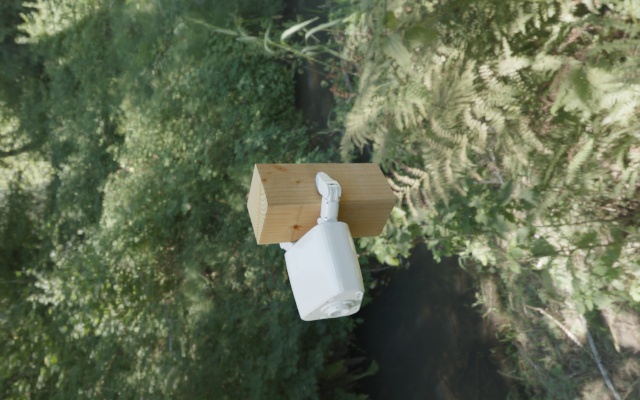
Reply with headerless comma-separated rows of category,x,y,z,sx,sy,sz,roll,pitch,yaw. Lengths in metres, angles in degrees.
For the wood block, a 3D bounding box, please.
wood block,0.000,0.003,0.751,0.206,0.091,0.090,-2,46,-22
